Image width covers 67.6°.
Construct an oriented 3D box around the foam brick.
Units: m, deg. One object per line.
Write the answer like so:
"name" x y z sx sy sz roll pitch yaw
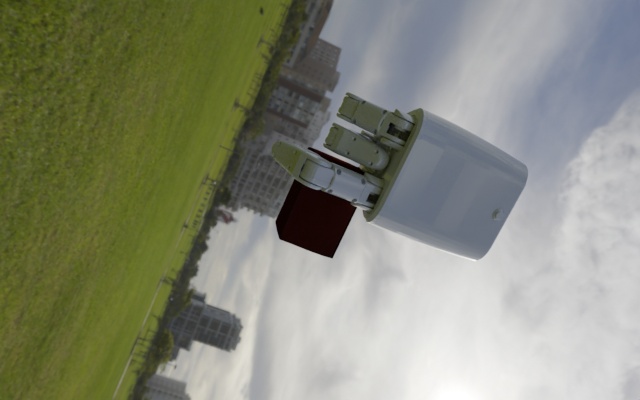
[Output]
"foam brick" 0.000 0.002 0.415 0.051 0.078 0.053 22 12 -13
